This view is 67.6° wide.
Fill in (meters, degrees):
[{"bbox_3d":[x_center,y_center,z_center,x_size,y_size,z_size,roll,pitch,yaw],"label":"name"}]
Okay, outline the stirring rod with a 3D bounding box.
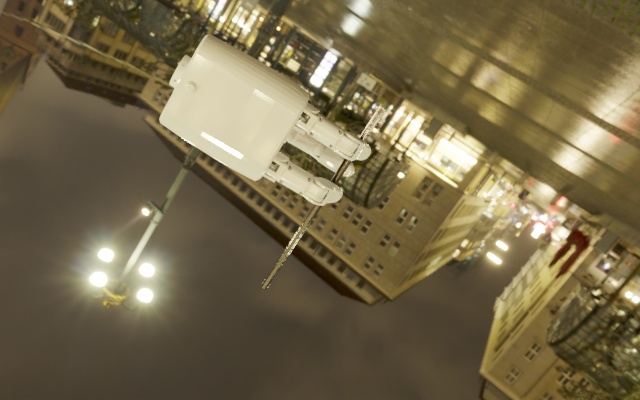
[{"bbox_3d":[0.000,0.002,0.522,0.011,0.239,0.011,32,13,-8],"label":"stirring rod"}]
